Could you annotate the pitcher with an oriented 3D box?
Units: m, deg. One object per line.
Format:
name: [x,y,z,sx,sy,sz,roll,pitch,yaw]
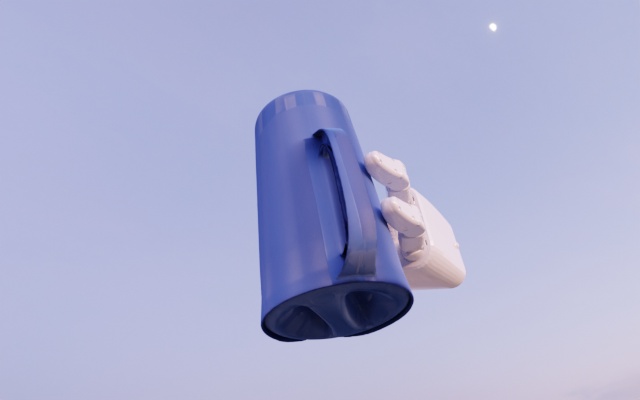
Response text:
pitcher: [0.000,0.002,0.467,0.149,0.242,0.145,-28,-37,24]
